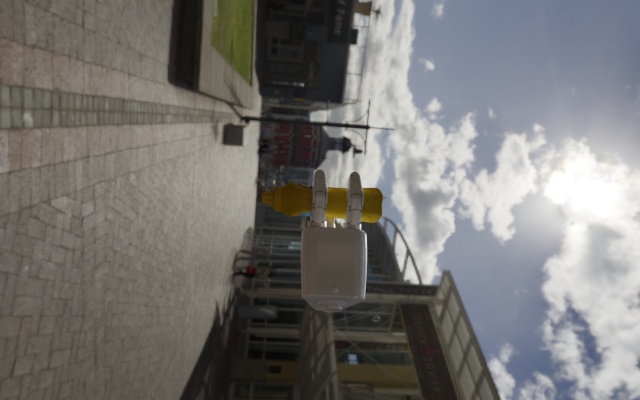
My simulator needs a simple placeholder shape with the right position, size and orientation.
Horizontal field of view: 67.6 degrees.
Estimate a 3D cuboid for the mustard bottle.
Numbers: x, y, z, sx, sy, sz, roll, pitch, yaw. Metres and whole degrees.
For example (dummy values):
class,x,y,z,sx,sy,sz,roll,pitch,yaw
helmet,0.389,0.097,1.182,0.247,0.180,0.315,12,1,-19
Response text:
class,x,y,z,sx,sy,sz,roll,pitch,yaw
mustard bottle,0.000,0.002,0.780,0.191,0.058,0.096,4,1,-5
